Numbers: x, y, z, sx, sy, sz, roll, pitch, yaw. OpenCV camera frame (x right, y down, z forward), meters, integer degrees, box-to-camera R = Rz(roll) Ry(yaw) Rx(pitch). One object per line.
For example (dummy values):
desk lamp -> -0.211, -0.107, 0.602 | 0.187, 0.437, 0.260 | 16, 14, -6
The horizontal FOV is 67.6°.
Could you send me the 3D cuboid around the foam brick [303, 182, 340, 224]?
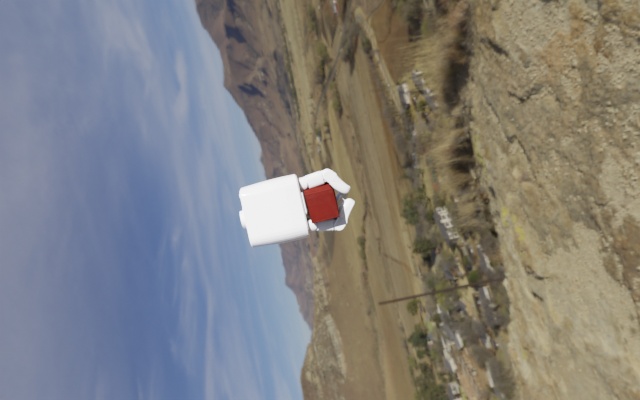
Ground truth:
foam brick -> 0.000, 0.003, 0.848 | 0.051, 0.053, 0.078 | -13, 12, -3
